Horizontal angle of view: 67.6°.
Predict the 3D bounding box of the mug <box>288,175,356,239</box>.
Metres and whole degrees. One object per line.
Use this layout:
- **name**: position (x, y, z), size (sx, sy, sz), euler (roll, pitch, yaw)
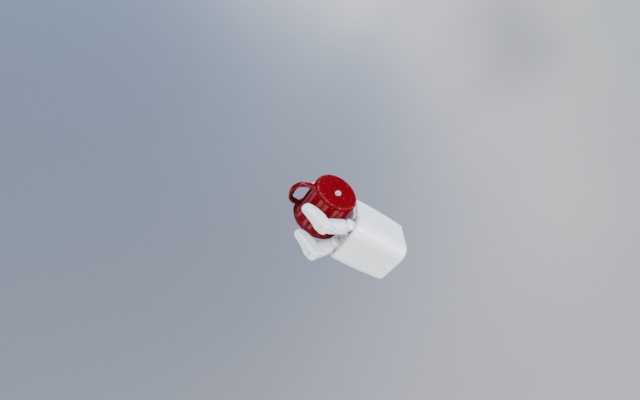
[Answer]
- **mug**: position (-0.001, 0.002, 0.845), size (0.117, 0.093, 0.081), euler (28, -49, -12)
